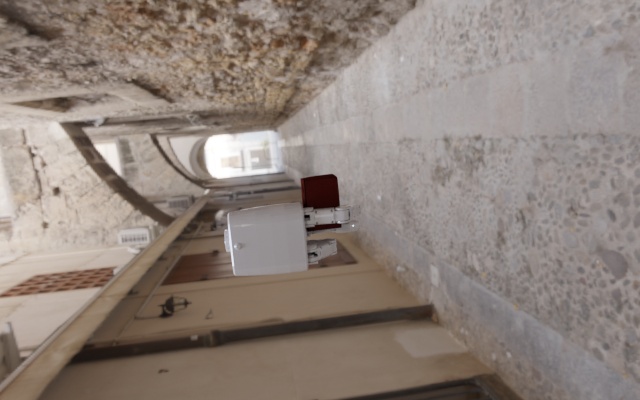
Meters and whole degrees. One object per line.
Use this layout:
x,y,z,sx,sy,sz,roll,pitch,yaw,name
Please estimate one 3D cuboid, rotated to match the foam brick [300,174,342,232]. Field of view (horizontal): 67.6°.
0.000,0.002,0.713,0.051,0.078,0.053,-6,7,-6,foam brick
